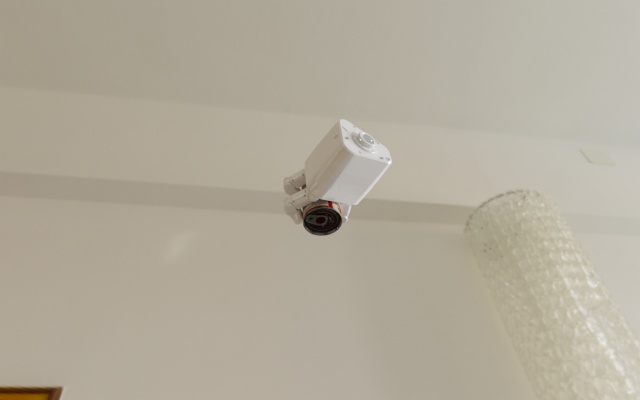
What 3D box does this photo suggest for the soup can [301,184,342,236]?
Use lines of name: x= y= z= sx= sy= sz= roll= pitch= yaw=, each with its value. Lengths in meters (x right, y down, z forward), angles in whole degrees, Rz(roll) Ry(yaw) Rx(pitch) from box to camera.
soup can: x=0.000 y=0.003 z=0.849 sx=0.068 sy=0.069 sz=0.102 roll=0 pitch=43 yaw=-6
